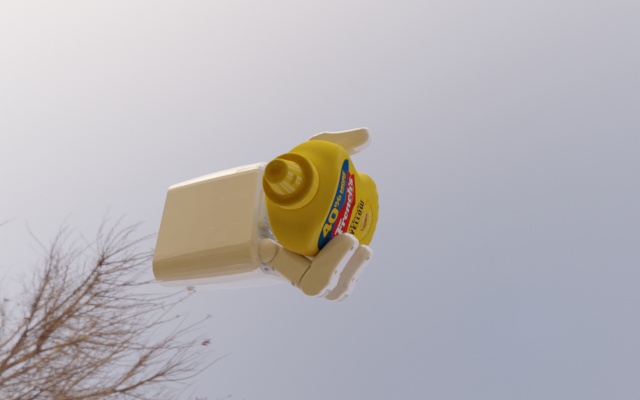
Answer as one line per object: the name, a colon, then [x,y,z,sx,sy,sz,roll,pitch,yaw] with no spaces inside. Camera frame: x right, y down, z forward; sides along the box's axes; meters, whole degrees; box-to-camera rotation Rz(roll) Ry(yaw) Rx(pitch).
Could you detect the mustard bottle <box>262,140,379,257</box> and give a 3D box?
mustard bottle: [0.000,0.001,0.412,0.058,0.096,0.192,17,-7,23]
